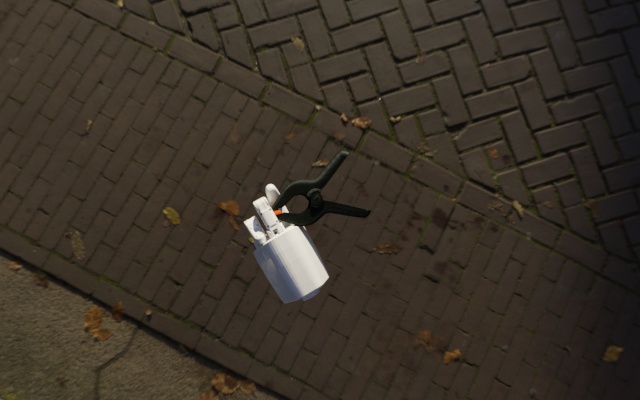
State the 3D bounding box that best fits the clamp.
[{"bbox_3d":[0.000,0.003,0.806,0.171,0.120,0.039,-29,-4,-7],"label":"clamp"}]
